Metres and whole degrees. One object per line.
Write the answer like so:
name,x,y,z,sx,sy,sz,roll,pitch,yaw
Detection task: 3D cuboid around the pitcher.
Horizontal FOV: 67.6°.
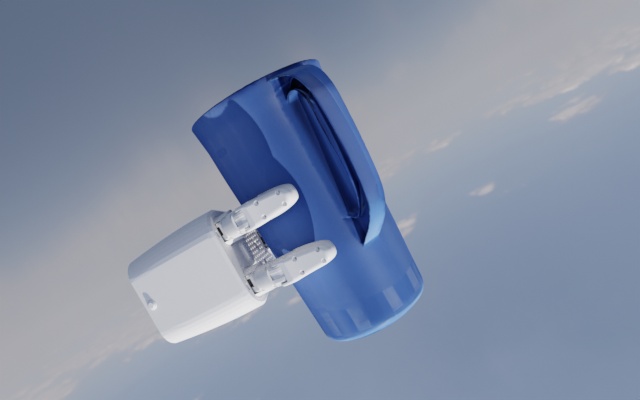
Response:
pitcher,0.000,0.002,0.441,0.145,0.243,0.149,-29,4,16
